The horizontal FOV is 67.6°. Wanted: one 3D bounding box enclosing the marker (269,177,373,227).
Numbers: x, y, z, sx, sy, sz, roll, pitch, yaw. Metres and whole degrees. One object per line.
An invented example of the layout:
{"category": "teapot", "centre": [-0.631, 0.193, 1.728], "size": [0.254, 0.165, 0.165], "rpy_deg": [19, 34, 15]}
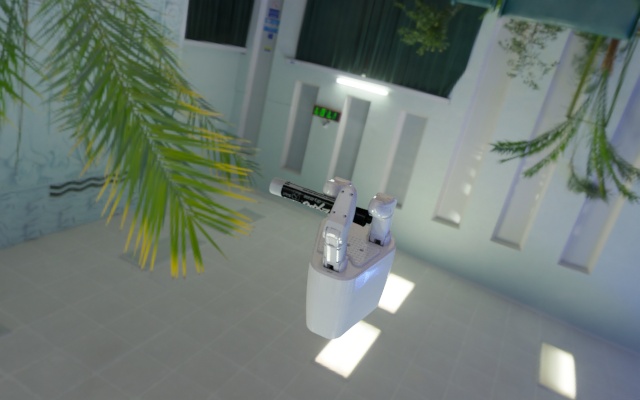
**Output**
{"category": "marker", "centre": [0.000, 0.002, 0.524], "size": [0.121, 0.020, 0.020], "rpy_deg": [20, 7, 19]}
